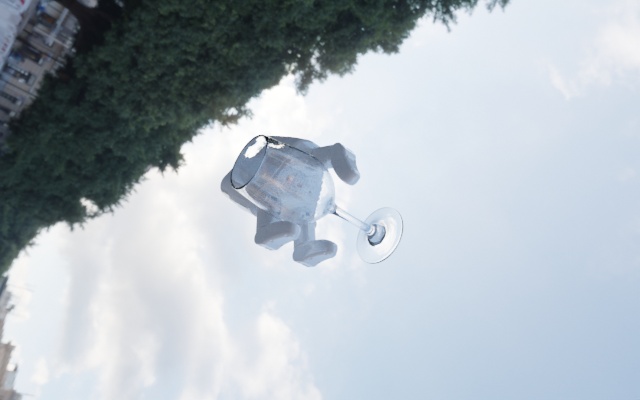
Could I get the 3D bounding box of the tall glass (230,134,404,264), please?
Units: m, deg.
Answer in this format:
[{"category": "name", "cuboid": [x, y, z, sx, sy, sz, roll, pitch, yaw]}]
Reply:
[{"category": "tall glass", "cuboid": [0.001, 0.002, 0.531, 0.201, 0.079, 0.079, 30, -18, -34]}]
